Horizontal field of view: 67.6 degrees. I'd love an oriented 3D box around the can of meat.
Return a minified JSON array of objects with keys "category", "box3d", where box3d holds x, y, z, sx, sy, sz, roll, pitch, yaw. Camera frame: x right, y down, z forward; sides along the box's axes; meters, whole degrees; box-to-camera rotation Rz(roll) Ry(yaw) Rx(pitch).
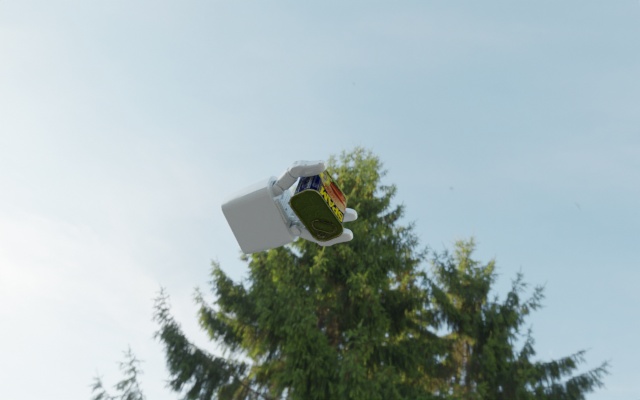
[{"category":"can of meat","box3d":[0.000,0.002,0.794,0.057,0.102,0.084,-23,28,25]}]
